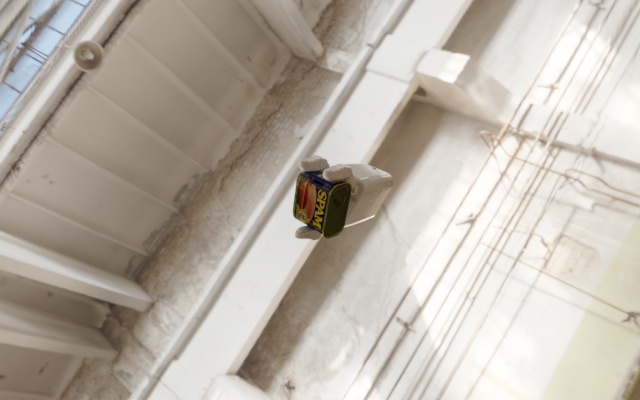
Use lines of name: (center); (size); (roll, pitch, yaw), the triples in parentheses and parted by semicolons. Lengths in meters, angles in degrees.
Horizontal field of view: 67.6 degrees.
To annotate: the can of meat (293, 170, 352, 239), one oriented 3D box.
can of meat: (0.000, 0.003, 0.843); (0.084, 0.102, 0.057); (28, 29, 36)
